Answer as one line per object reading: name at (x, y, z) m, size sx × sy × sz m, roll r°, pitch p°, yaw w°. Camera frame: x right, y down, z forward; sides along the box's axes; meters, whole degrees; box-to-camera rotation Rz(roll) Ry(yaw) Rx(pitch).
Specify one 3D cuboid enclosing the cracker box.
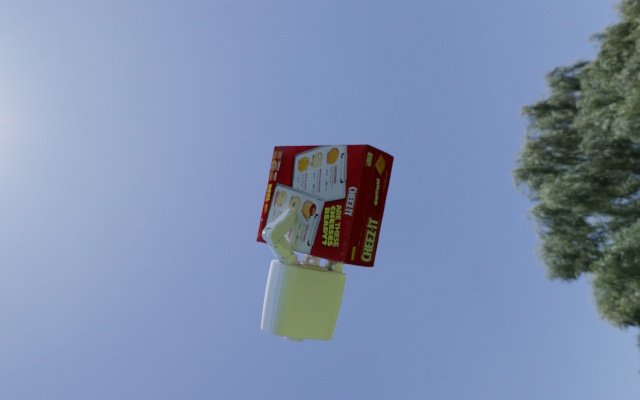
cracker box at (0.000, 0.002, 0.728) m, size 0.072 × 0.164 × 0.213 m, roll 14°, pitch -5°, yaw -41°
